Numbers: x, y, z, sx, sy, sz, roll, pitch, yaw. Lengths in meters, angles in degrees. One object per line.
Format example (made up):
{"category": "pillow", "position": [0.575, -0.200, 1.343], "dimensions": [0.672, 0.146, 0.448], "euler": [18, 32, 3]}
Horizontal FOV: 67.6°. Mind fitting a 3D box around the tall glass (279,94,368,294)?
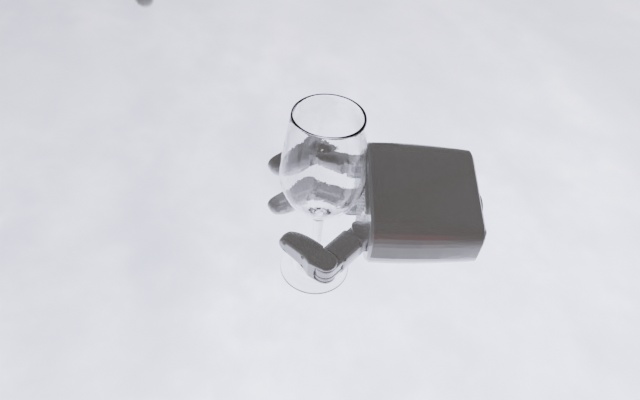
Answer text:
{"category": "tall glass", "position": [0.000, 0.002, 0.451], "dimensions": [0.079, 0.079, 0.201], "euler": [0, -44, -5]}
